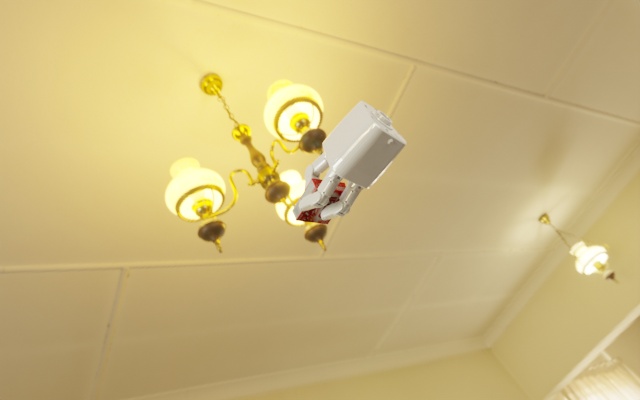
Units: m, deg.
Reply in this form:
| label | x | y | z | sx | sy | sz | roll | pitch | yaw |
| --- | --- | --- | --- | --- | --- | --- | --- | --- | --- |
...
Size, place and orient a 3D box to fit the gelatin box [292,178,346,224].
| label | x | y | z | sx | sy | sz | roll | pitch | yaw |
| --- | --- | --- | --- | --- | --- | --- | --- | --- | --- |
| gelatin box | 0.000 | 0.003 | 0.875 | 0.073 | 0.030 | 0.089 | 8 | -48 | -34 |
